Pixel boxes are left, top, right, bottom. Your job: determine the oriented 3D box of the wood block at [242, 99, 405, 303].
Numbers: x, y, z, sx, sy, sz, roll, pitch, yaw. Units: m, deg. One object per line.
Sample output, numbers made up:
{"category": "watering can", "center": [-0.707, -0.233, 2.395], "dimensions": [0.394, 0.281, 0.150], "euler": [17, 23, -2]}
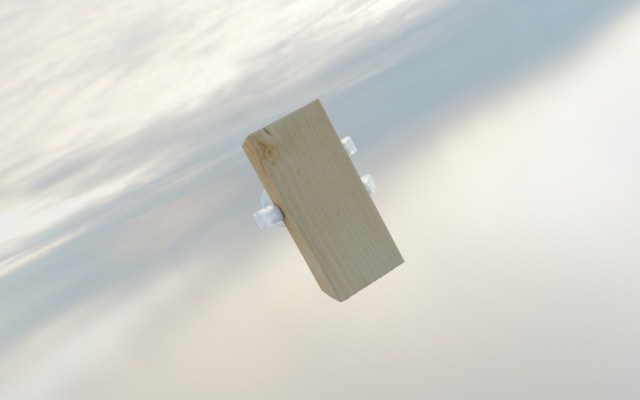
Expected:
{"category": "wood block", "center": [0.000, 0.002, 0.558], "dimensions": [0.091, 0.206, 0.090], "euler": [-30, 6, -13]}
